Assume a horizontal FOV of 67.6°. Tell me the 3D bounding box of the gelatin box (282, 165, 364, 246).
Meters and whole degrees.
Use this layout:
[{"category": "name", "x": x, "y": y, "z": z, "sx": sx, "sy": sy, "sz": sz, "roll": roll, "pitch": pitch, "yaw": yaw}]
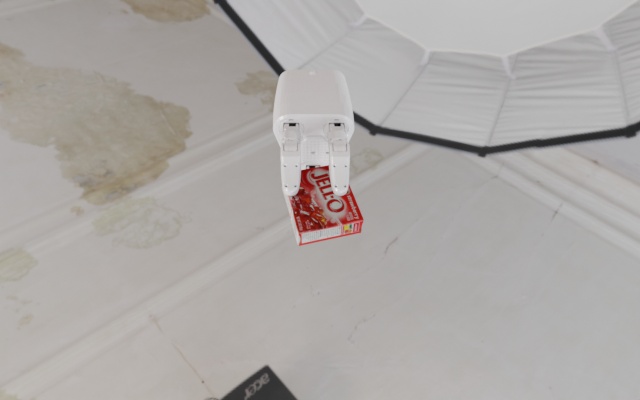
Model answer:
[{"category": "gelatin box", "x": 0.000, "y": 0.002, "z": 0.540, "sx": 0.073, "sy": 0.089, "sz": 0.030, "roll": -11, "pitch": -37, "yaw": -11}]
